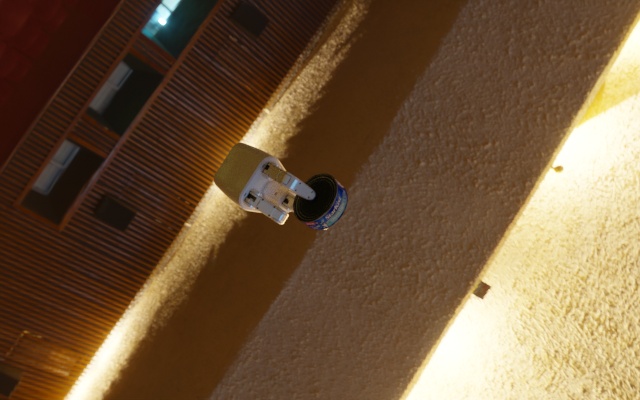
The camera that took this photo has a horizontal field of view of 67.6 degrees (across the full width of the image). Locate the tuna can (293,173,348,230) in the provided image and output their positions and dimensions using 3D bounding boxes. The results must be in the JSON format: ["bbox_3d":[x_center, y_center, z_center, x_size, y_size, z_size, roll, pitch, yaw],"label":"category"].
[{"bbox_3d":[0.000,0.003,0.750,0.086,0.086,0.034,0,-27,42],"label":"tuna can"}]
